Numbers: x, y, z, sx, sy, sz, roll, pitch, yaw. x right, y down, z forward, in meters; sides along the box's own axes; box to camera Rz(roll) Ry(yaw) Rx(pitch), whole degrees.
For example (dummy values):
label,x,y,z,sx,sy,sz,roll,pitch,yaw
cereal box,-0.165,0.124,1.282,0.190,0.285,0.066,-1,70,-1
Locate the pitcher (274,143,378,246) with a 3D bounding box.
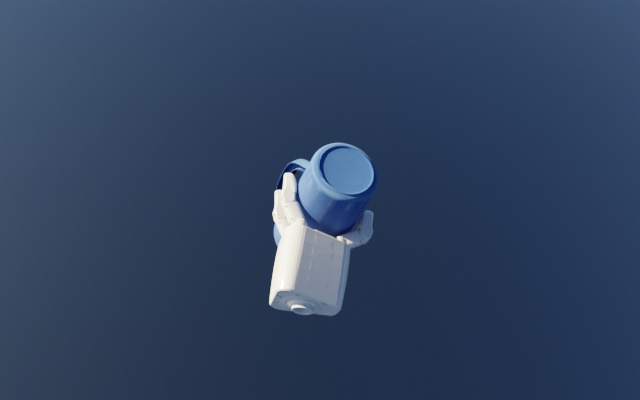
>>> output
label,x,y,z,sx,sy,sz,roll,pitch,yaw
pitcher,0.000,0.003,0.819,0.149,0.145,0.243,16,-32,-9
